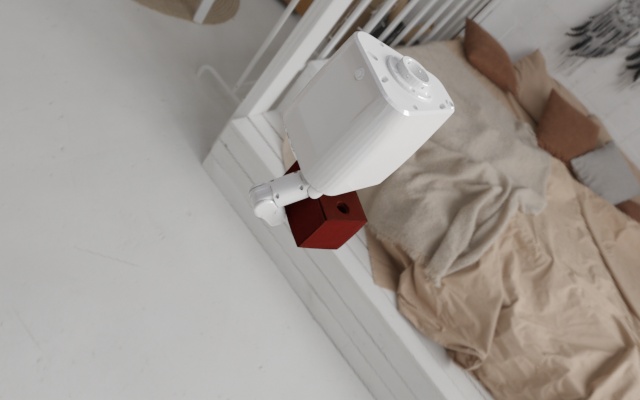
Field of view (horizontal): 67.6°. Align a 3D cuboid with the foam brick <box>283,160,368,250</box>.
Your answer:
[{"bbox_3d":[0.000,0.002,0.463,0.053,0.078,0.051,5,-37,-40],"label":"foam brick"}]
